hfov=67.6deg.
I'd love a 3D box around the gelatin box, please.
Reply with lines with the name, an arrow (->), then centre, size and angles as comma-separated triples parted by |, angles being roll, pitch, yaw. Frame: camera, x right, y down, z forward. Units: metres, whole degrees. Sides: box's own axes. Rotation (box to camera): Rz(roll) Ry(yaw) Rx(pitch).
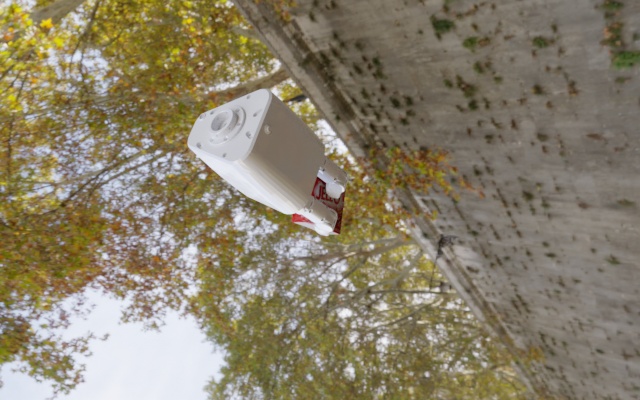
gelatin box -> 0.000, 0.002, 0.642 | 0.030, 0.073, 0.089 | 1, -14, 31
